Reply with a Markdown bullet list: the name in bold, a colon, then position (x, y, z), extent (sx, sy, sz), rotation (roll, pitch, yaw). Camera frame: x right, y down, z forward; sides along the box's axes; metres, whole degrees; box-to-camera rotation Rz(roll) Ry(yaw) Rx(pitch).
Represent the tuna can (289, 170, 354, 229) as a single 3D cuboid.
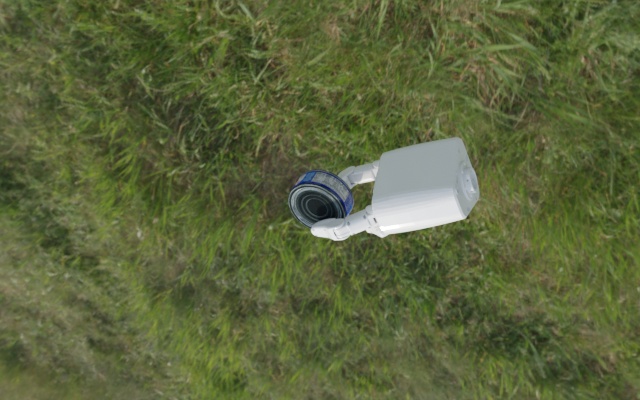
- **tuna can**: position (0.000, 0.003, 0.653), extent (0.086, 0.086, 0.033), rotation (0, 37, 28)
